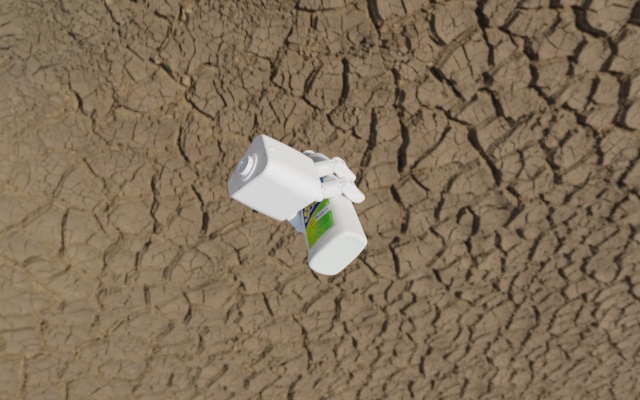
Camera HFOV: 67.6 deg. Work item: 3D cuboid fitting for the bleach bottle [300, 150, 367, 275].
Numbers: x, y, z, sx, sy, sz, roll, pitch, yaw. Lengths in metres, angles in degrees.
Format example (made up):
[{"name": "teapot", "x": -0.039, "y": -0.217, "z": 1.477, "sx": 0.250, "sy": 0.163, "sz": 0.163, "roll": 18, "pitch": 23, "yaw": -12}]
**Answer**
[{"name": "bleach bottle", "x": 0.000, "y": 0.003, "z": 0.840, "sx": 0.068, "sy": 0.250, "sz": 0.102, "roll": 25, "pitch": -60, "yaw": -35}]
